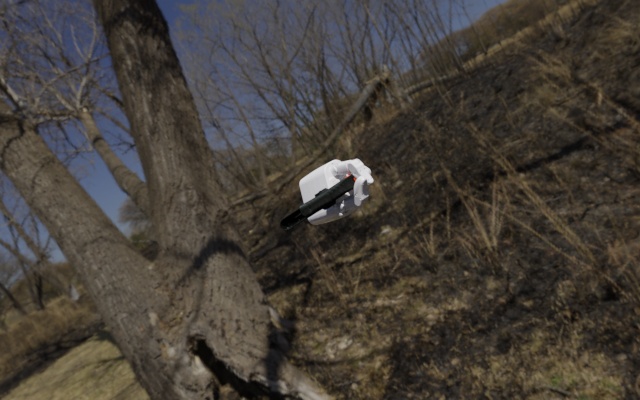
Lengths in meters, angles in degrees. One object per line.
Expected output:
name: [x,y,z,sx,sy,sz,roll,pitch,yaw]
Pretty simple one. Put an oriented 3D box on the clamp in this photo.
clamp: [0.000,0.002,0.892,0.171,0.039,0.120,-29,3,-37]
